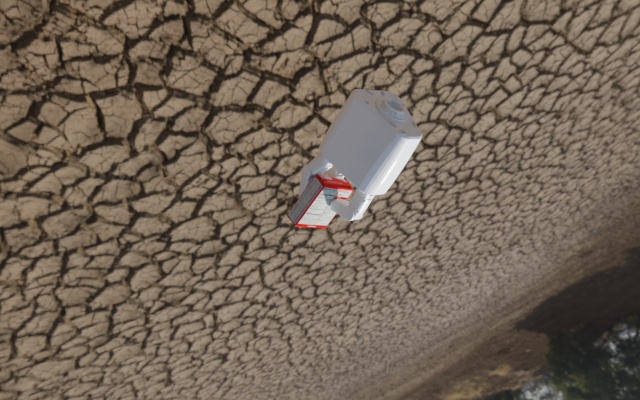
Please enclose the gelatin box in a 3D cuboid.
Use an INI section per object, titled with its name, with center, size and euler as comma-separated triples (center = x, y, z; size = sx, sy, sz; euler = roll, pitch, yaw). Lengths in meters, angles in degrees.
[gelatin box]
center = 0.000, 0.003, 0.757
size = 0.073, 0.089, 0.030
euler = 6, 37, -48
